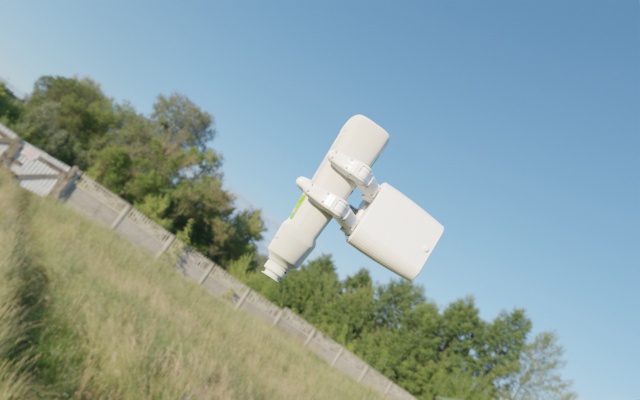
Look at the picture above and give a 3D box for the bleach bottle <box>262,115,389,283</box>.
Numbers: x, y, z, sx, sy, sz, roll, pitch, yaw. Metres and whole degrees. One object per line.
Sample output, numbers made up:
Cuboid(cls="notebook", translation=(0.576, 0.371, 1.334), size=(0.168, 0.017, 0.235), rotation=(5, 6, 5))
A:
Cuboid(cls="bleach bottle", translation=(0.000, 0.002, 0.668), size=(0.068, 0.250, 0.102), rotation=(35, -13, -3))
